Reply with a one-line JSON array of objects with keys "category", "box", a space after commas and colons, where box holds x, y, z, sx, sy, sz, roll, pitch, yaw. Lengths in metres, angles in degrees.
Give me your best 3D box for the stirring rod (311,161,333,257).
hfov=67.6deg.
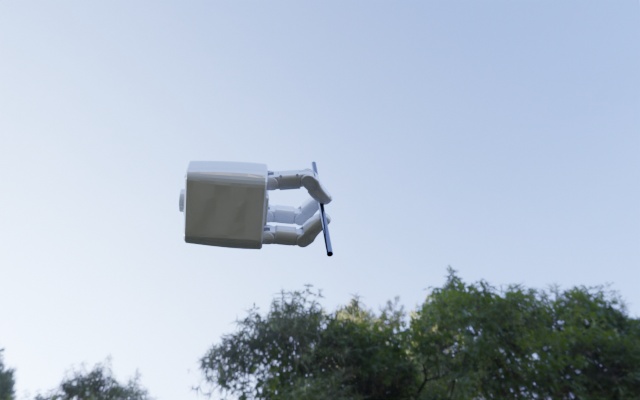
[{"category": "stirring rod", "box": [0.000, 0.002, 0.674, 0.011, 0.011, 0.239, 0, 31, -6]}]
